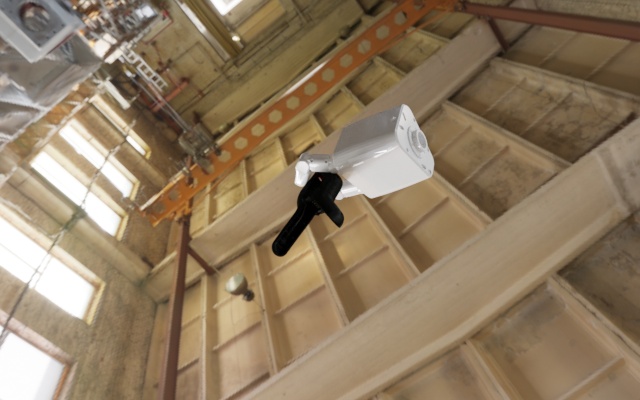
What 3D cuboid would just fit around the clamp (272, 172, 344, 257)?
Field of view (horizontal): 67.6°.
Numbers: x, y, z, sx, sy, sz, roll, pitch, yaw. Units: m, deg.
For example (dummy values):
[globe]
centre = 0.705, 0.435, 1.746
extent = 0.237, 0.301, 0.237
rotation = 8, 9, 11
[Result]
[clamp]
centre = 0.000, 0.003, 0.686
extent = 0.120, 0.039, 0.171
rotation = -18, 34, 35
